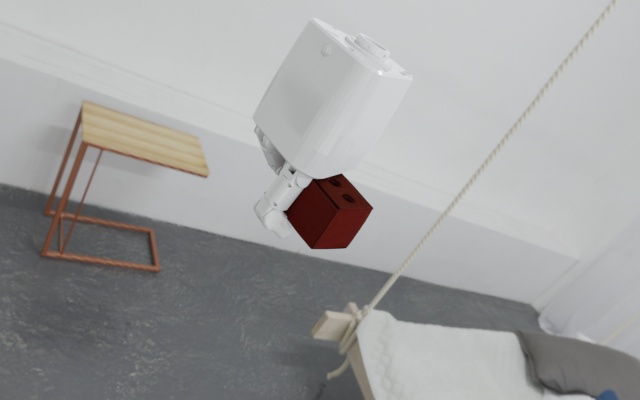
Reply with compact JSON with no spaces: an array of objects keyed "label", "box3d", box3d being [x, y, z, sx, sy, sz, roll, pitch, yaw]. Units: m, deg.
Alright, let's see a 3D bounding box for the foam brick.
[{"label":"foam brick","box3d":[0.000,0.002,0.451,0.053,0.051,0.078,2,40,-50]}]
